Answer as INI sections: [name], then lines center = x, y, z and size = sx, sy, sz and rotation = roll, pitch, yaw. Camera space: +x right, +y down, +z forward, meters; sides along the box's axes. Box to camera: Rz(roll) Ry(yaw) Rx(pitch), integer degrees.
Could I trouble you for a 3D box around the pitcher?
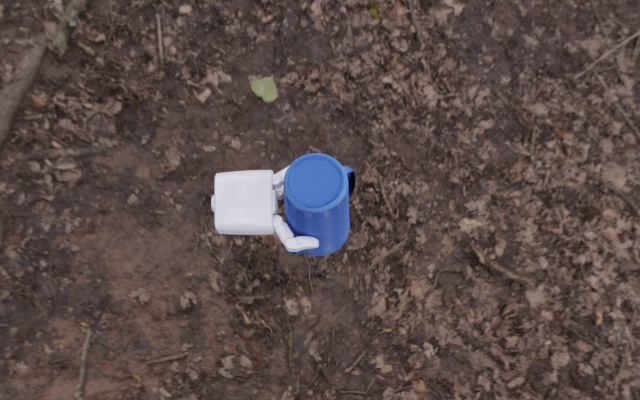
[pitcher]
center = 0.000, 0.003, 0.890
size = 0.145, 0.149, 0.243
rotation = -2, -21, 0
